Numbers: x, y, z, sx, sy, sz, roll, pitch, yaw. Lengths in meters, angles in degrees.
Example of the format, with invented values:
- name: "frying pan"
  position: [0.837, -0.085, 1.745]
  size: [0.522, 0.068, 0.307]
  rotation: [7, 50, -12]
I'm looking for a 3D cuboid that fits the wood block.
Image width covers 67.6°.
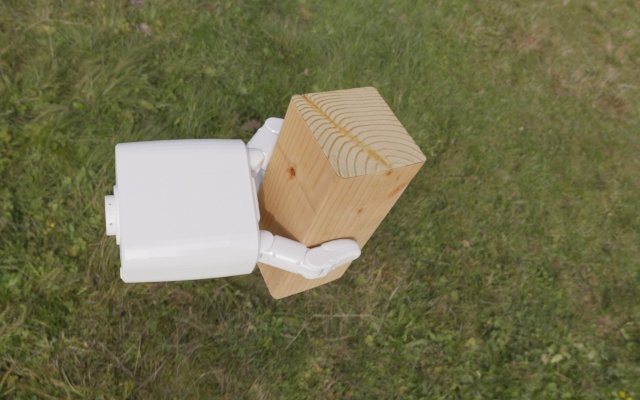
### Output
- name: "wood block"
  position: [0.000, 0.002, 0.464]
  size: [0.090, 0.090, 0.206]
  rotation: [-14, -30, -30]
